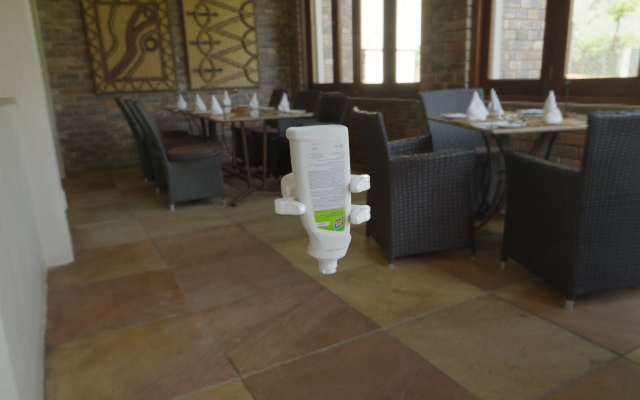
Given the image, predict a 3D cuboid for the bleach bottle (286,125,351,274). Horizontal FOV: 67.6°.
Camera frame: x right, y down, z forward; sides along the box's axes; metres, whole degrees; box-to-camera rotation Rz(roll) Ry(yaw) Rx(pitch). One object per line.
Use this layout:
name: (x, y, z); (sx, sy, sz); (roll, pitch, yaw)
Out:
bleach bottle: (0.000, 0.003, 0.804); (0.102, 0.251, 0.068); (-5, 14, -12)
